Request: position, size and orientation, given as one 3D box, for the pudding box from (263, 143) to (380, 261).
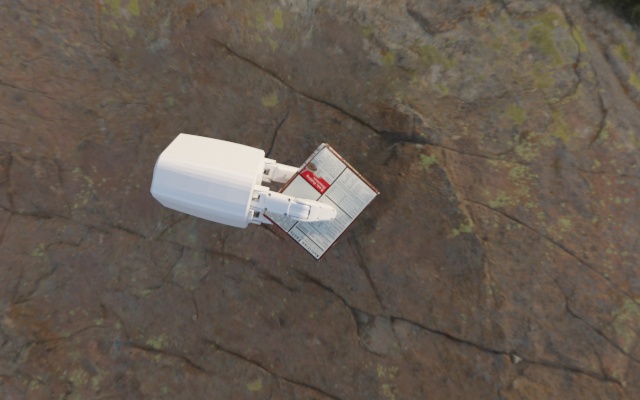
[{"bbox_3d":[0.000,0.002,0.570,0.090,0.113,0.039,42,4,-8],"label":"pudding box"}]
